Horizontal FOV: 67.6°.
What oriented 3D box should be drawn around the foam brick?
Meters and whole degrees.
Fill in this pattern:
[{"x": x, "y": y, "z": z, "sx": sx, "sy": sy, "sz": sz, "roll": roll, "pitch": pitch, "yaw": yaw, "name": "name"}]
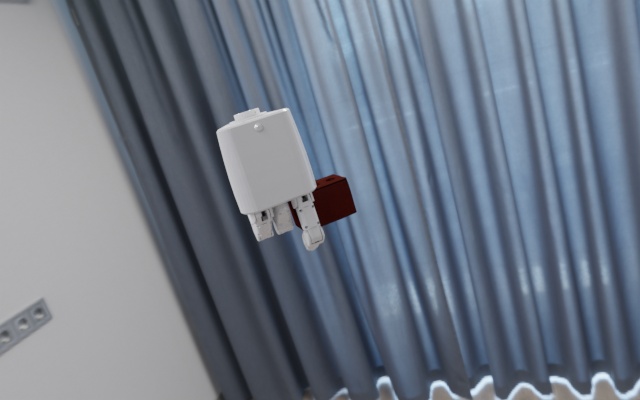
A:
[{"x": 0.000, "y": 0.002, "z": 0.643, "sx": 0.078, "sy": 0.051, "sz": 0.053, "roll": -21, "pitch": 14, "yaw": -14, "name": "foam brick"}]
